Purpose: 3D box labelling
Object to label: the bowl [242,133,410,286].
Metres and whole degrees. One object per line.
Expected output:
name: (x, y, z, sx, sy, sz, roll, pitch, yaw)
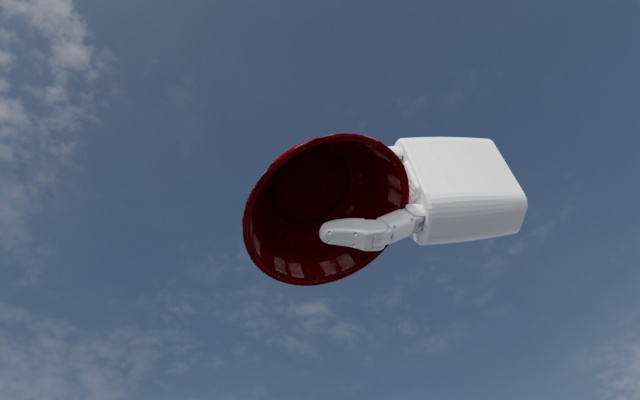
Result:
bowl: (-0.001, 0.001, 0.450, 0.162, 0.162, 0.055, 0, 31, -25)
